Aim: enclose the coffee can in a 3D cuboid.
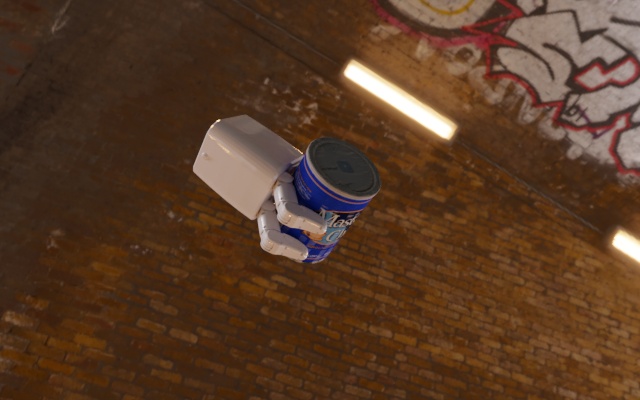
[{"bbox_3d":[0.000,0.002,0.629,0.103,0.102,0.140,0,-41,-36],"label":"coffee can"}]
